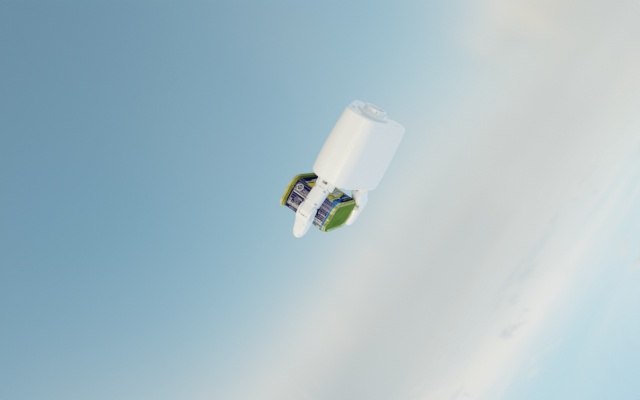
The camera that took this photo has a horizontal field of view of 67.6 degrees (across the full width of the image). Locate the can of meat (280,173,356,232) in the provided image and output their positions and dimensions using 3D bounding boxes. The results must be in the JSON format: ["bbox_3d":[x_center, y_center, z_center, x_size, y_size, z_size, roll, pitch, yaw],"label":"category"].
[{"bbox_3d":[0.000,0.003,0.749,0.084,0.057,0.102,34,18,17],"label":"can of meat"}]
